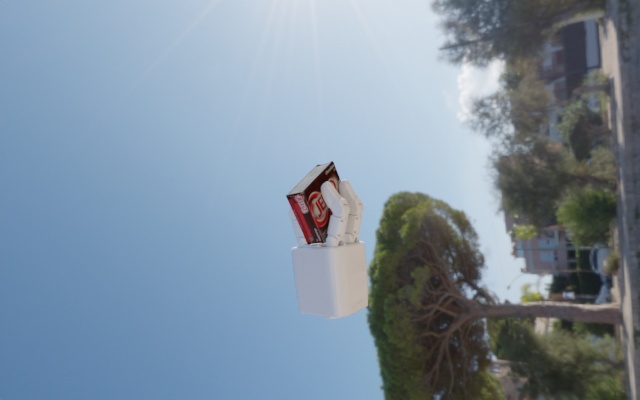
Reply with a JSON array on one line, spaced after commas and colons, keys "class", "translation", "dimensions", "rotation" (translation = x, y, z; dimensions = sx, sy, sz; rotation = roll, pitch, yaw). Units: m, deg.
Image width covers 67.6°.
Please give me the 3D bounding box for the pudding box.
[{"class": "pudding box", "translation": [0.000, 0.003, 0.755], "dimensions": [0.039, 0.090, 0.113], "rotation": [-9, 24, 30]}]
